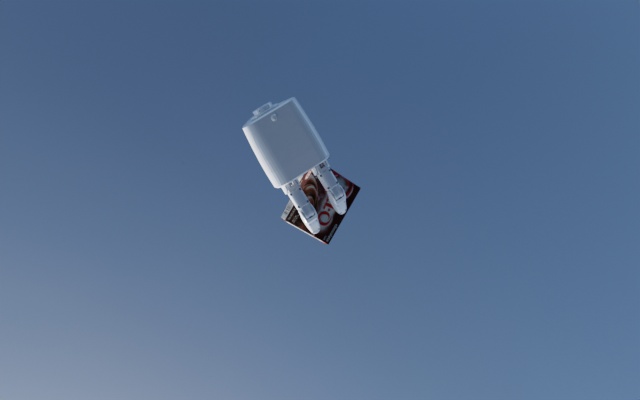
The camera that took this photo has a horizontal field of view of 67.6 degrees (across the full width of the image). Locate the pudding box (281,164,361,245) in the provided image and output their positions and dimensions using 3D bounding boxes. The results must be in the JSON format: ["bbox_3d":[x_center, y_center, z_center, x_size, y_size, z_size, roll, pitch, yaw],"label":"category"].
[{"bbox_3d":[0.000,0.003,0.789,0.090,0.113,0.039,31,-1,-22],"label":"pudding box"}]
